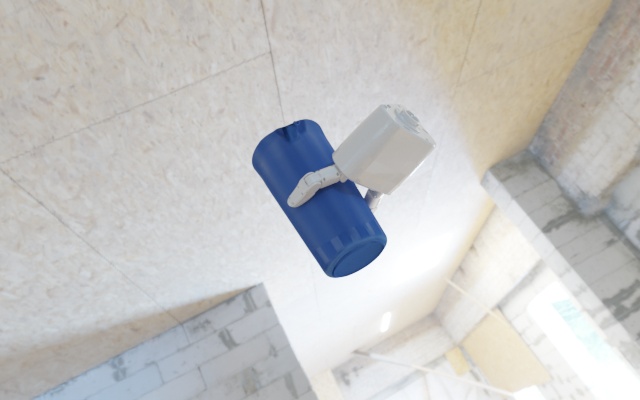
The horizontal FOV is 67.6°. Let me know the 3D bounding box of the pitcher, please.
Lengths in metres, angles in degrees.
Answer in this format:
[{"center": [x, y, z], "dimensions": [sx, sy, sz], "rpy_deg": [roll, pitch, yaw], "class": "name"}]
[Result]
[{"center": [0.000, 0.002, 0.765], "dimensions": [0.149, 0.242, 0.145], "rpy_deg": [6, -46, -51], "class": "pitcher"}]
